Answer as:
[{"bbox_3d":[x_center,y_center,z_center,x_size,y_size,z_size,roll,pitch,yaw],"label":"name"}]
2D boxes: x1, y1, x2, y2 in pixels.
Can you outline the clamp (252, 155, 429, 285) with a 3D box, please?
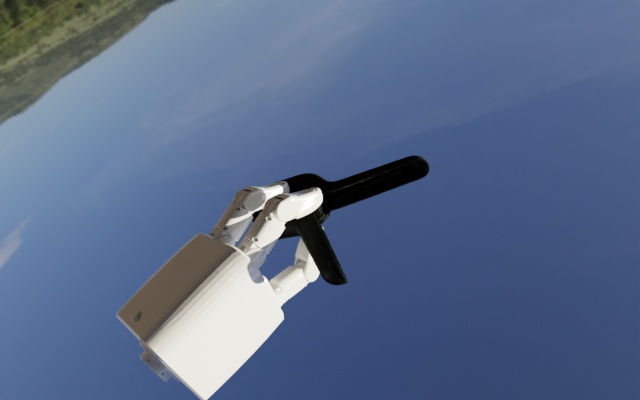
[{"bbox_3d":[0.000,0.002,0.499,0.164,0.036,0.210,-43,33,-26],"label":"clamp"}]
